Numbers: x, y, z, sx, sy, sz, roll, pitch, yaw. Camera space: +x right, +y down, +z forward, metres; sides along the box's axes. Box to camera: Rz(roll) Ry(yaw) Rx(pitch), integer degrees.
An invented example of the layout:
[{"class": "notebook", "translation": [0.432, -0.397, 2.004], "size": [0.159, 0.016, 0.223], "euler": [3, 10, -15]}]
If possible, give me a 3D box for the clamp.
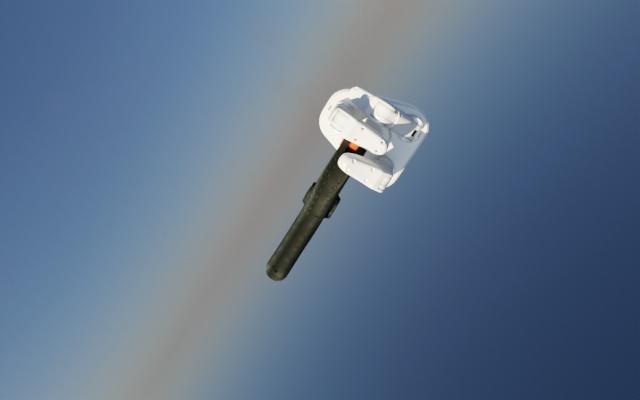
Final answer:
[{"class": "clamp", "translation": [0.000, 0.001, 0.527], "size": [0.039, 0.171, 0.120], "euler": [33, 15, -4]}]
